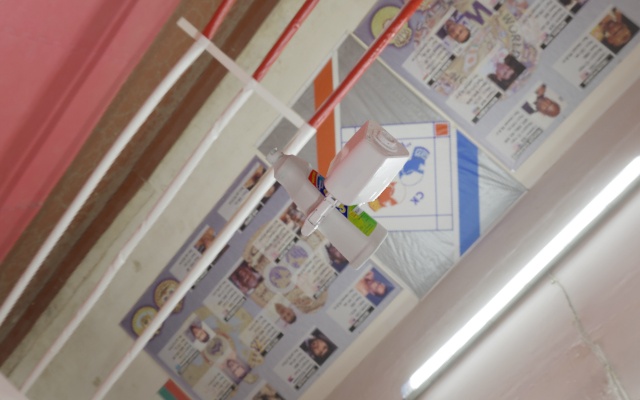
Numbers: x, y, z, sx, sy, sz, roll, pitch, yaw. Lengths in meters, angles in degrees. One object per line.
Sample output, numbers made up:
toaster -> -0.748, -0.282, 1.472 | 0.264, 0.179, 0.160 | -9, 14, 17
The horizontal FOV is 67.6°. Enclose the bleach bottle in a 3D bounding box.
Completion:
bleach bottle -> 0.000, 0.003, 0.836 | 0.251, 0.068, 0.102 | 42, 29, 5
